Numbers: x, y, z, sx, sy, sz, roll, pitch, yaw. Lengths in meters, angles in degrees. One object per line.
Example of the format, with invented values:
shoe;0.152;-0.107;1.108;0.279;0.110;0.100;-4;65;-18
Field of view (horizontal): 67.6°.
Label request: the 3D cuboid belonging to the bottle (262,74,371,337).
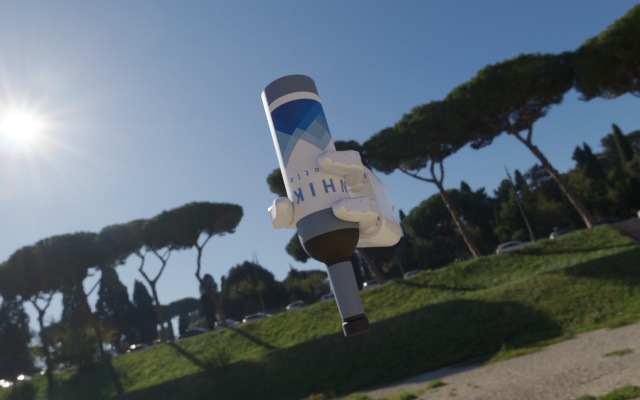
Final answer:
bottle;0.000;0.002;0.534;0.069;0.295;0.069;-15;-17;-5
